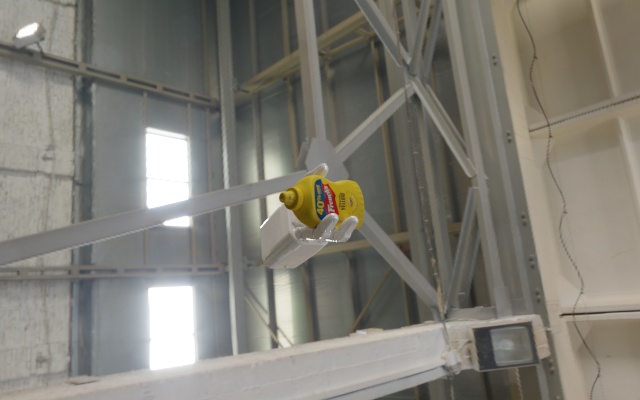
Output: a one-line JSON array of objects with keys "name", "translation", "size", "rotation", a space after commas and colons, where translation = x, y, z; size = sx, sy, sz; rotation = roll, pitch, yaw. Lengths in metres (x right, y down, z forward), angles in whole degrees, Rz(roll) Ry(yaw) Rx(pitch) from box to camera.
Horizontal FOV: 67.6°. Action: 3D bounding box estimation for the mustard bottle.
[{"name": "mustard bottle", "translation": [0.001, 0.003, 0.888], "size": [0.191, 0.096, 0.058], "rotation": [7, -14, -45]}]
